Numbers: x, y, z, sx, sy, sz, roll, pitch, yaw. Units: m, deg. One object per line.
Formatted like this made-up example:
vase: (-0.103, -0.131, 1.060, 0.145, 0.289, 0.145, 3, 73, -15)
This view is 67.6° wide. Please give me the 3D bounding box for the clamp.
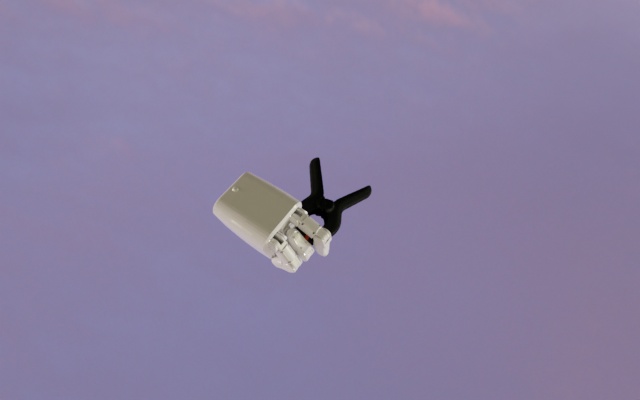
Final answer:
clamp: (0.000, 0.003, 0.816, 0.120, 0.171, 0.039, 33, -34, 11)
